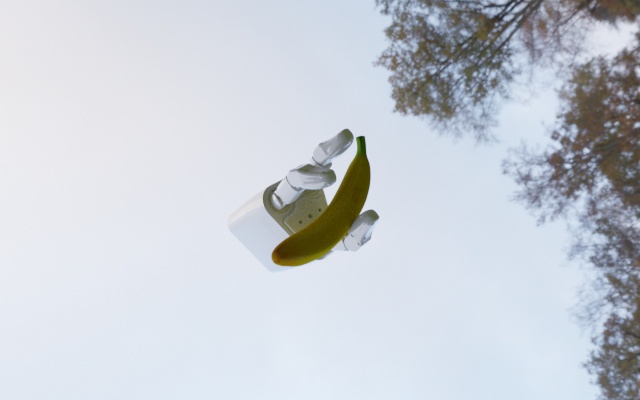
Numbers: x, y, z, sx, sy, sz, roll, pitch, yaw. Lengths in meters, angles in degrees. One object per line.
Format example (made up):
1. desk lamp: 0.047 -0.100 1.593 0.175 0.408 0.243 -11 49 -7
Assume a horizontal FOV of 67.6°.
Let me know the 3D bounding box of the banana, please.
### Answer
1. banana: 0.011 0.013 0.536 0.037 0.070 0.197 -7 39 43
